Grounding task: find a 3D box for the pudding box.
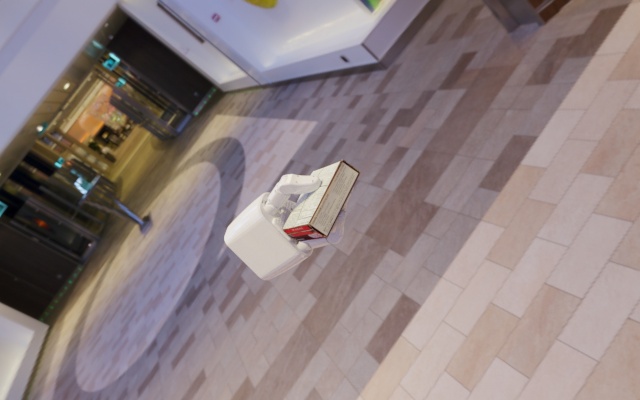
[{"bbox_3d":[0.000,0.002,0.688,0.039,0.113,0.090,34,-21,-21],"label":"pudding box"}]
